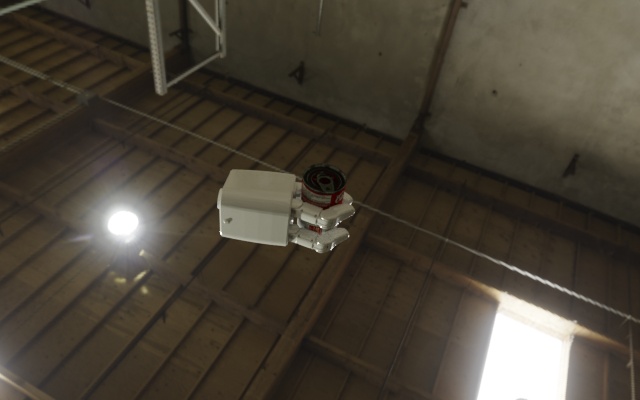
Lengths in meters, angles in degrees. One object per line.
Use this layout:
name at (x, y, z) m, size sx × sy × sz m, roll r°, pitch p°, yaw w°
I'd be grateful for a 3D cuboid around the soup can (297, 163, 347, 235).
soup can at (0.001, 0.003, 0.749) m, size 0.068 × 0.102 × 0.068 m, roll 5°, pitch 42°, yaw -5°
